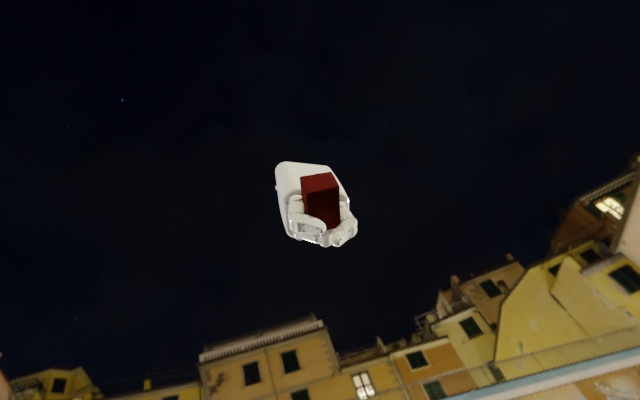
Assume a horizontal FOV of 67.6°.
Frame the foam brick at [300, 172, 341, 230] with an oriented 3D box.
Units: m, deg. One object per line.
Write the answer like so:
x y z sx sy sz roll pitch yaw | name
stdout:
0.000 0.002 0.740 0.053 0.078 0.051 -10 35 -9 | foam brick
